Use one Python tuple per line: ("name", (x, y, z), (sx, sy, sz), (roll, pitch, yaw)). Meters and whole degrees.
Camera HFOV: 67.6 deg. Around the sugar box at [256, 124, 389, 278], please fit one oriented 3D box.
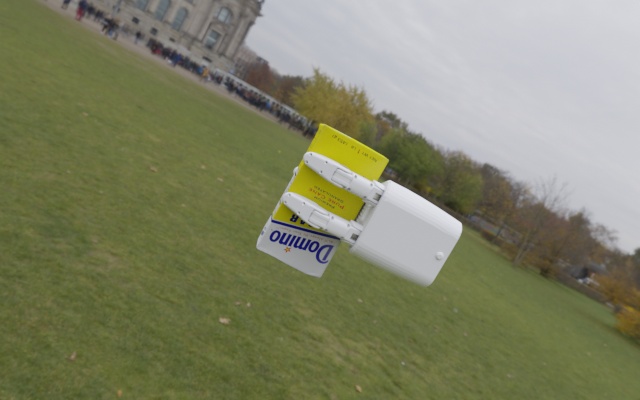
("sugar box", (0.000, 0.002, 0.599), (0.093, 0.176, 0.048), (27, 7, -9))
